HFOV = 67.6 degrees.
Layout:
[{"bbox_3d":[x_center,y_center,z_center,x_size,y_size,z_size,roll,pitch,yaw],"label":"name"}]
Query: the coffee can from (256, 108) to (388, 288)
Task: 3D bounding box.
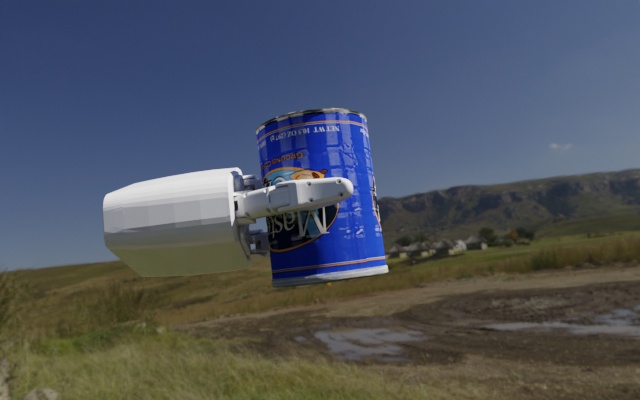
[{"bbox_3d":[0.000,0.002,0.429,0.103,0.140,0.103,-7,-7,-1],"label":"coffee can"}]
